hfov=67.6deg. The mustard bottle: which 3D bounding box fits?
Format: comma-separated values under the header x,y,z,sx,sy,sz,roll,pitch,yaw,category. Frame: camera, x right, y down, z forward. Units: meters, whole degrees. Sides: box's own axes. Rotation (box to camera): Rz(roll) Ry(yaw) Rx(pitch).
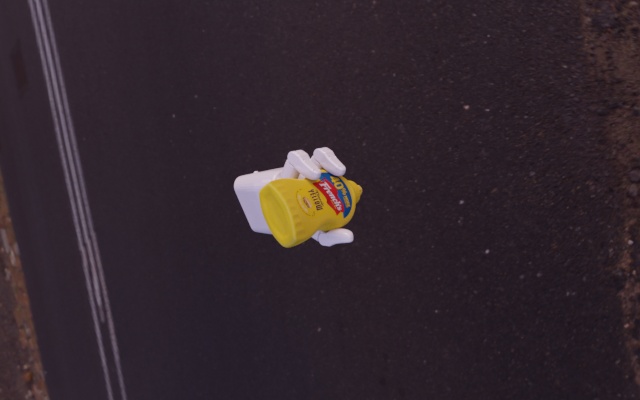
x,y,z,sx,sy,sz,roll,pitch,yaw,category
0.000,0.002,0.734,0.191,0.096,0.058,-17,-13,-47,mustard bottle
